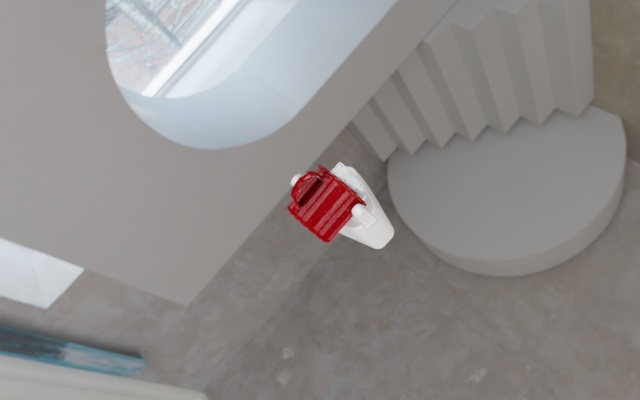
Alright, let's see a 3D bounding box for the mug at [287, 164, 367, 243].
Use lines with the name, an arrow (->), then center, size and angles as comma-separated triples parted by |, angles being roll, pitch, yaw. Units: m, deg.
mug -> -0.001, 0.002, 0.685 | 0.093, 0.081, 0.117 | 40, 0, 40
